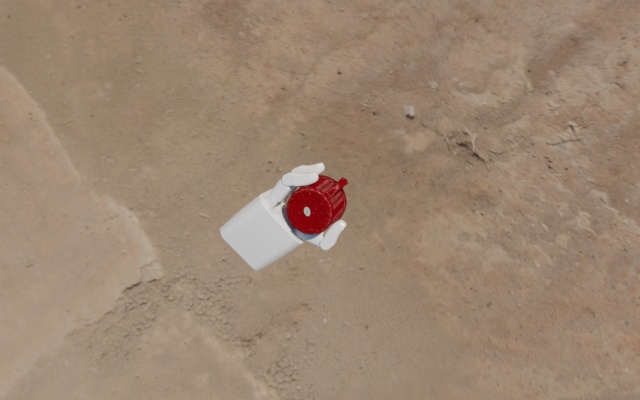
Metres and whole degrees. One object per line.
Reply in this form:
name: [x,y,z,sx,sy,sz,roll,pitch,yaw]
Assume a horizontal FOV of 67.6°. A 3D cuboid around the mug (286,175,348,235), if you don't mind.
mug: [0.001,0.002,0.809,0.117,0.093,0.081,-38,2,20]
